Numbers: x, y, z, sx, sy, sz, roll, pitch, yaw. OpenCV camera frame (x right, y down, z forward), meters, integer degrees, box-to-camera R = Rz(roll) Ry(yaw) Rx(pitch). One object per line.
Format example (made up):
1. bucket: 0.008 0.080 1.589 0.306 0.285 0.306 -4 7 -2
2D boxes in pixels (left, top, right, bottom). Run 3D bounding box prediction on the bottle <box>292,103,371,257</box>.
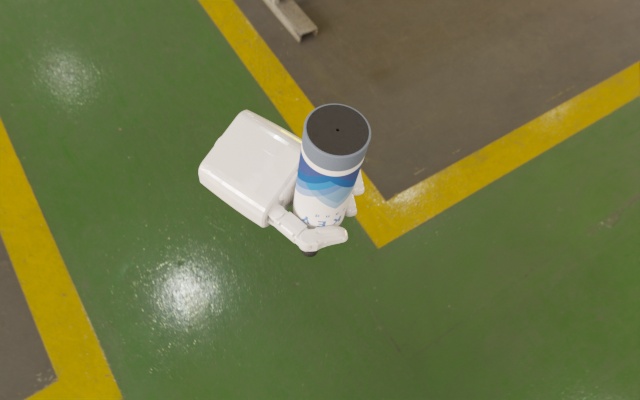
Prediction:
1. bottle: 0.000 0.002 0.592 0.069 0.069 0.296 0 -29 -7
